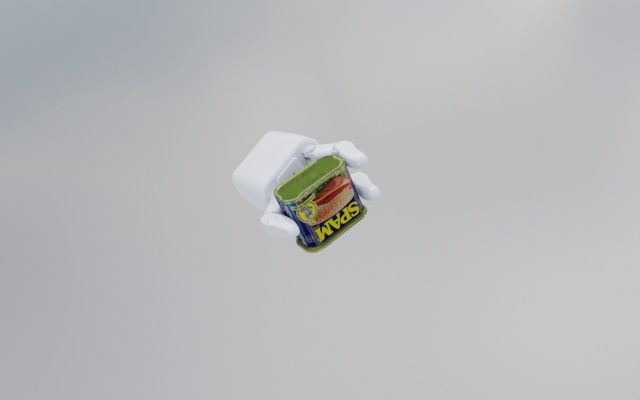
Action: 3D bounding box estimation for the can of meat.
[{"bbox_3d":[0.000,0.002,0.609,0.102,0.084,0.057,-36,32,-18],"label":"can of meat"}]
